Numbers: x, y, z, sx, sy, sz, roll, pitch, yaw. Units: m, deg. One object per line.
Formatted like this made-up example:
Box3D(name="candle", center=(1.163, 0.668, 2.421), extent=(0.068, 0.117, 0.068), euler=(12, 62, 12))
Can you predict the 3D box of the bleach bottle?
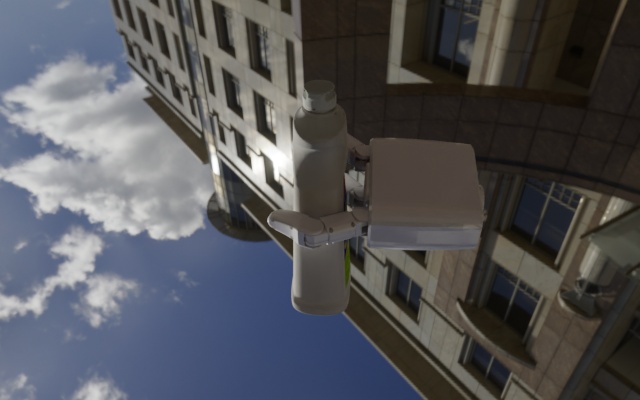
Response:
Box3D(name="bleach bottle", center=(0.000, 0.002, 0.497), extent=(0.068, 0.251, 0.102), euler=(2, 39, 4))
